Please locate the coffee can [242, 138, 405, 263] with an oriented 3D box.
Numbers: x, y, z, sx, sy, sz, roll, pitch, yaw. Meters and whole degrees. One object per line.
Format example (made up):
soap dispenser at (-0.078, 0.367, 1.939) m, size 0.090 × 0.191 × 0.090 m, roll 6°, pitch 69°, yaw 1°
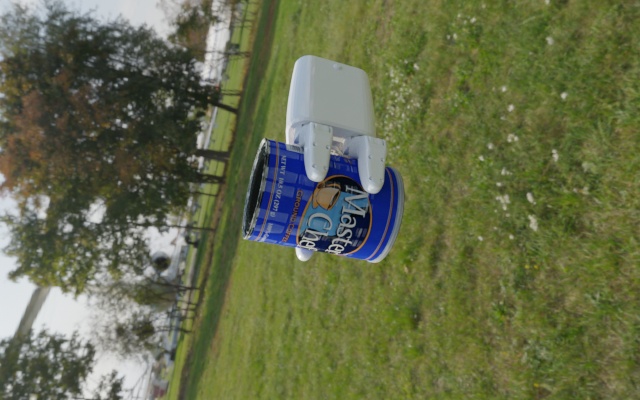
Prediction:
coffee can at (0.000, 0.002, 0.488) m, size 0.140 × 0.103 × 0.103 m, roll 12°, pitch -3°, yaw -15°
